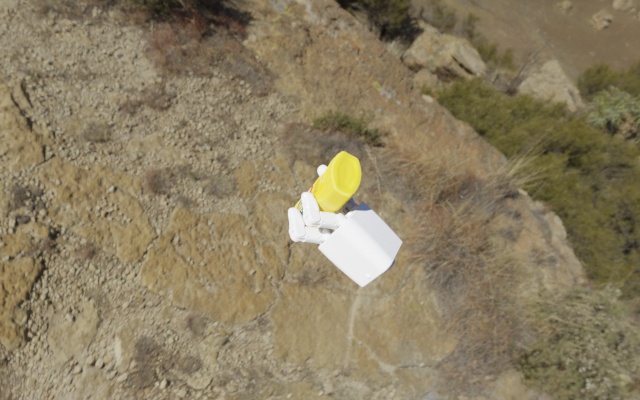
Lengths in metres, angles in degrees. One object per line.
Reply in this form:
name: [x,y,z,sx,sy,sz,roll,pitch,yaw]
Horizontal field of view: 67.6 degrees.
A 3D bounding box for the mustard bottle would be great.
mustard bottle: [0.000,0.002,0.847,0.058,0.096,0.192,25,-41,-15]
